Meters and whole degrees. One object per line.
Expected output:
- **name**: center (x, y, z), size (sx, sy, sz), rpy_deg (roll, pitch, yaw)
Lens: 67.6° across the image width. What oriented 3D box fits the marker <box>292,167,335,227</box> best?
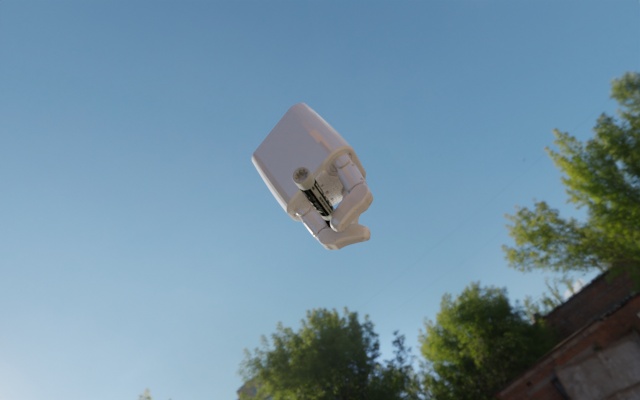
- **marker**: center (0.000, 0.002, 0.516), size (0.020, 0.020, 0.121), rpy_deg (0, -26, 21)
